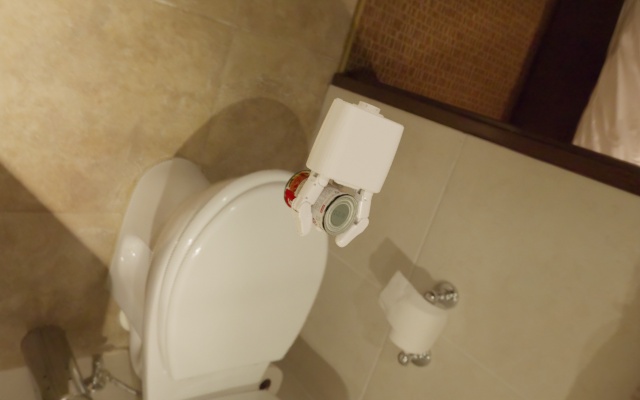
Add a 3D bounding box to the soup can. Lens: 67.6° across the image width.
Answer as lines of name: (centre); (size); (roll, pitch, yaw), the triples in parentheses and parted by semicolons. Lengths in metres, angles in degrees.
soup can: (0.000, 0.003, 0.726); (0.068, 0.068, 0.102); (0, 23, -41)
